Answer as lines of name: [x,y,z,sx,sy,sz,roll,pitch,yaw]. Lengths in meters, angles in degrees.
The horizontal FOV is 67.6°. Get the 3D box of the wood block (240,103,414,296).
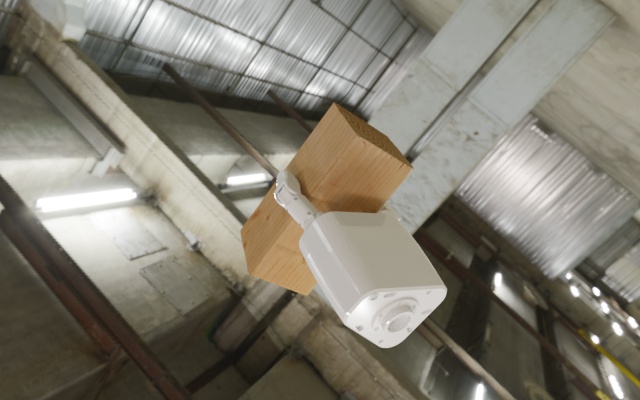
wood block: [0.000,0.002,0.572,0.091,0.206,0.090,27,22,-30]
